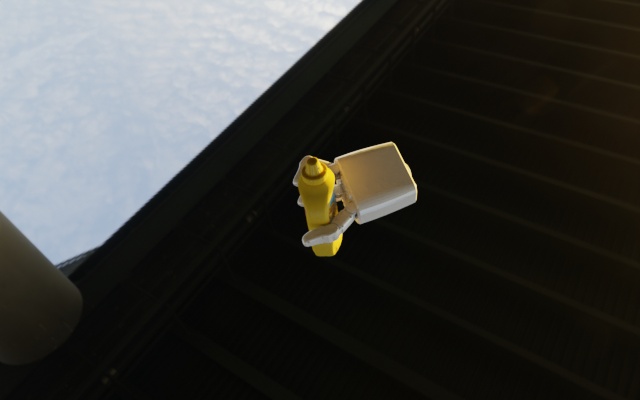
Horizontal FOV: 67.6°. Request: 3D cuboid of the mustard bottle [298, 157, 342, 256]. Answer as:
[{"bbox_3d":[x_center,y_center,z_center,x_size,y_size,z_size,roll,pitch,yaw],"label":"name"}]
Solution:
[{"bbox_3d":[0.000,0.003,0.781,0.058,0.096,0.192,0,-40,8],"label":"mustard bottle"}]
